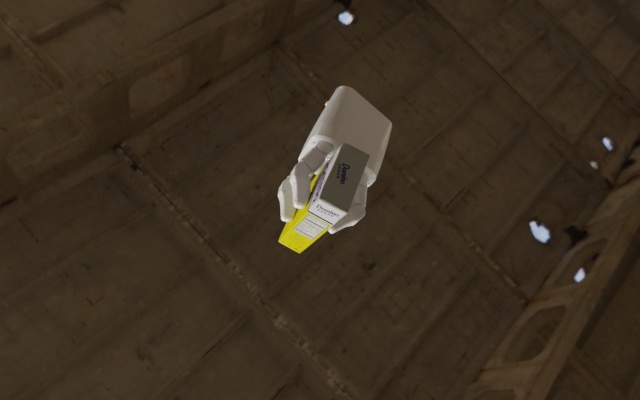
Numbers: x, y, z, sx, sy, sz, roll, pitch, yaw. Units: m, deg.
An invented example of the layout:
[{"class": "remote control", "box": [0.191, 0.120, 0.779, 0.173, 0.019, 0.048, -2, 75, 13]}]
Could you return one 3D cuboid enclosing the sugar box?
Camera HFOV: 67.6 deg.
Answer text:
[{"class": "sugar box", "box": [0.000, 0.002, 0.649, 0.048, 0.093, 0.176, 27, -30, -7]}]
